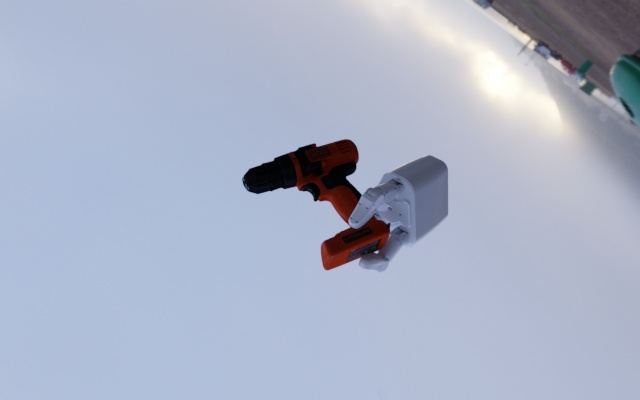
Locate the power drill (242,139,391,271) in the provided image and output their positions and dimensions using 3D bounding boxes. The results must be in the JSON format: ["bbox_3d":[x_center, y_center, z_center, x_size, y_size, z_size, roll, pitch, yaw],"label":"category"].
[{"bbox_3d":[0.001,0.003,0.688,0.184,0.187,0.057,-19,-26,-17],"label":"power drill"}]
